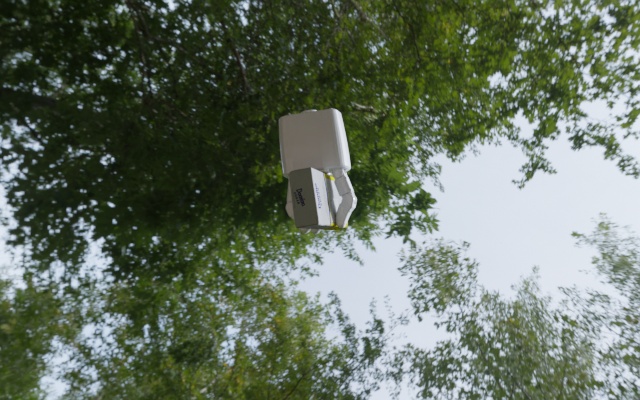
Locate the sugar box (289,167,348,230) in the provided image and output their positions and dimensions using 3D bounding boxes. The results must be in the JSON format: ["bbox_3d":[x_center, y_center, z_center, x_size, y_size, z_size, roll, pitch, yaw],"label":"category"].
[{"bbox_3d":[0.000,0.003,0.820,0.048,0.093,0.176,-11,-9,20],"label":"sugar box"}]
